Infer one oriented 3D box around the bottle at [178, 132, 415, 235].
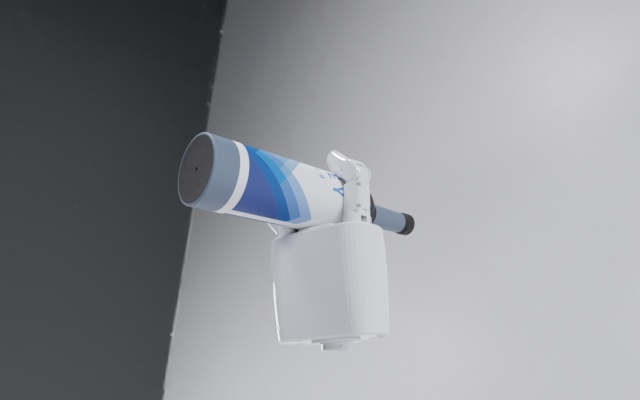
[{"bbox_3d":[0.000,0.002,0.509,0.296,0.069,0.069,15,-10,-40],"label":"bottle"}]
